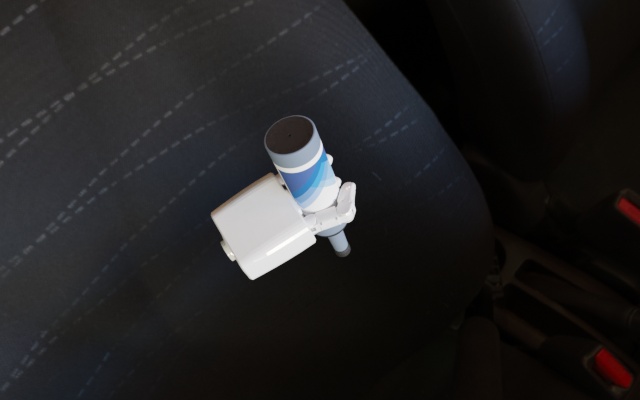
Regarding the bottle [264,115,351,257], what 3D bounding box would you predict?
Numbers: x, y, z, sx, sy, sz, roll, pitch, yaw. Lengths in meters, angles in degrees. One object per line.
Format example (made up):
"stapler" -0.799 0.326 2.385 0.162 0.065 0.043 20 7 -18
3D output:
"bottle" 0.000 0.002 0.698 0.069 0.069 0.296 0 -34 18
